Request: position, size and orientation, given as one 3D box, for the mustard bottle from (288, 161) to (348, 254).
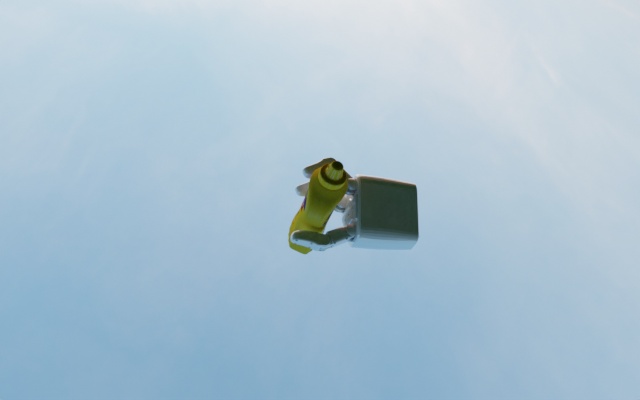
[{"bbox_3d":[0.000,0.002,0.746,0.058,0.096,0.192,26,-37,0],"label":"mustard bottle"}]
